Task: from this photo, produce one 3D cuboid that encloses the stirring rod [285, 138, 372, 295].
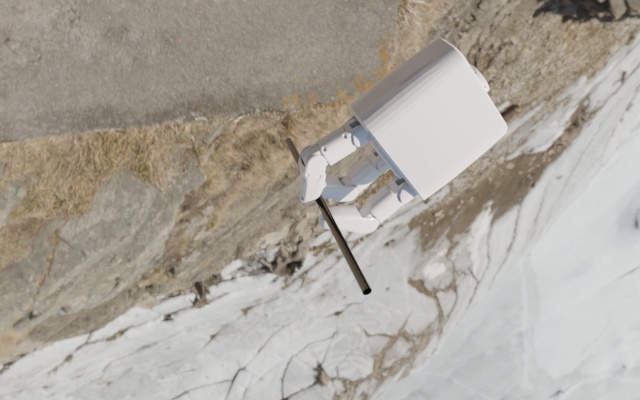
[{"bbox_3d":[0.000,0.001,0.472,0.011,0.011,0.239,0,37,-23],"label":"stirring rod"}]
